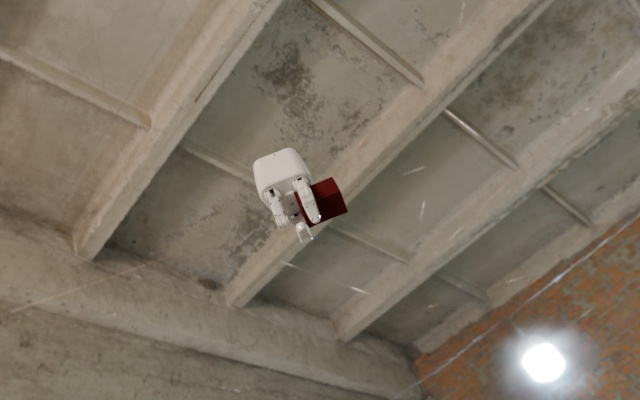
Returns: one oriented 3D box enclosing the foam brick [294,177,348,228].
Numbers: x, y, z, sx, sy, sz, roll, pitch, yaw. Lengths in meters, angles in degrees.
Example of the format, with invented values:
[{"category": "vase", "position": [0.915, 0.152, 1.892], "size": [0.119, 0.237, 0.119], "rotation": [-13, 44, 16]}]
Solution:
[{"category": "foam brick", "position": [0.000, 0.003, 0.853], "size": [0.078, 0.053, 0.051], "rotation": [-22, 37, -3]}]
